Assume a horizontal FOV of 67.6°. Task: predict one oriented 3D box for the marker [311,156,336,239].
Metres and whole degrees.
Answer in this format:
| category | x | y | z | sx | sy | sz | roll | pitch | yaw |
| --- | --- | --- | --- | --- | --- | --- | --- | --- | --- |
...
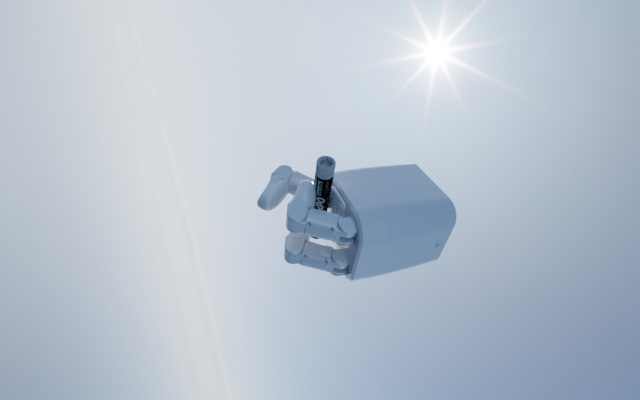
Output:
| category | x | y | z | sx | sy | sz | roll | pitch | yaw |
| --- | --- | --- | --- | --- | --- | --- | --- | --- | --- |
| marker | 0.000 | 0.002 | 0.503 | 0.020 | 0.020 | 0.121 | 0 | -40 | -7 |
